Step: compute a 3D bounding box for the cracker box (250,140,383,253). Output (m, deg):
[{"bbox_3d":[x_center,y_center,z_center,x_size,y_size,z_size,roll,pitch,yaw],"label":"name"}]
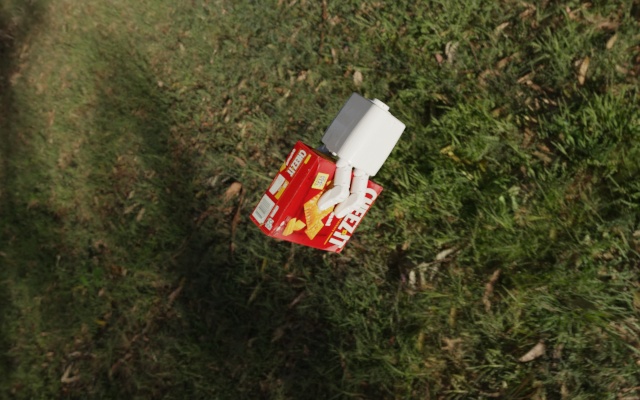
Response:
[{"bbox_3d":[0.000,0.003,0.881,0.214,0.164,0.072,21,17,-50],"label":"cracker box"}]
